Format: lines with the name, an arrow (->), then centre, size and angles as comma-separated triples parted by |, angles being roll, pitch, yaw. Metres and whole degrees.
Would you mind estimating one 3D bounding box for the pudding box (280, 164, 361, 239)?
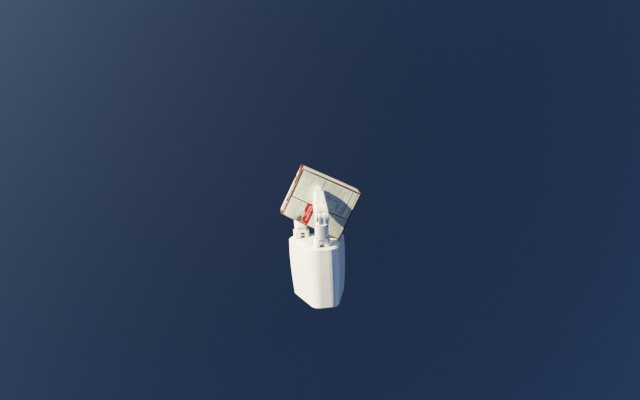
pudding box -> 0.000, 0.003, 0.814 | 0.113, 0.090, 0.039 | 24, 9, -12
